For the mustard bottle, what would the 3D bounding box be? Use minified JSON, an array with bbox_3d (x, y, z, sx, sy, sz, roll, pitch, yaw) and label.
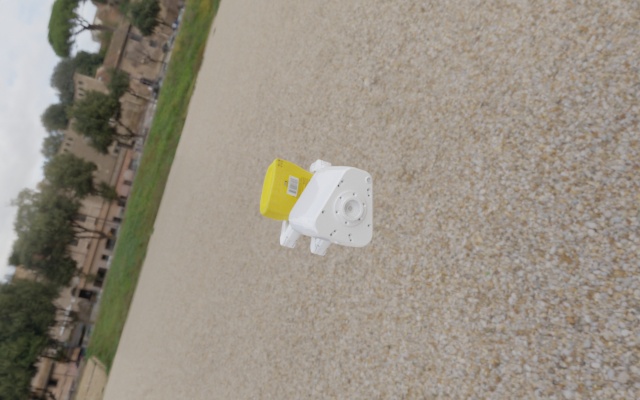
[{"bbox_3d":[0.000,0.003,0.794,0.191,0.096,0.058,17,-29,-20],"label":"mustard bottle"}]
